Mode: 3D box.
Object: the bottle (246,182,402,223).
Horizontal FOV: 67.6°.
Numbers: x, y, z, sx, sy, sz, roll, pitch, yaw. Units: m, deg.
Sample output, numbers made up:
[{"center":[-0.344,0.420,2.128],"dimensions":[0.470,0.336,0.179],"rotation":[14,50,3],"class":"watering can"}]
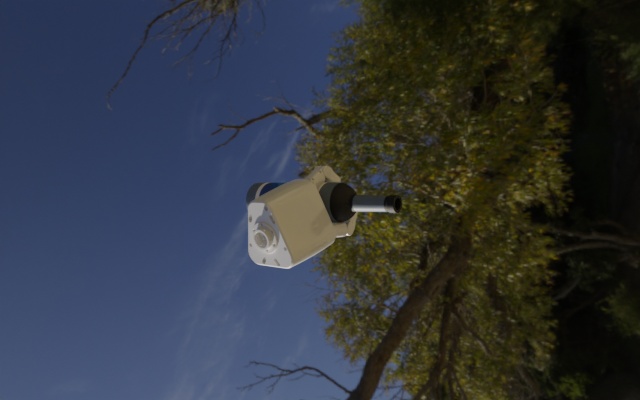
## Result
[{"center":[0.000,0.003,0.805],"dimensions":[0.295,0.069,0.069],"rotation":[1,1,38],"class":"bottle"}]
